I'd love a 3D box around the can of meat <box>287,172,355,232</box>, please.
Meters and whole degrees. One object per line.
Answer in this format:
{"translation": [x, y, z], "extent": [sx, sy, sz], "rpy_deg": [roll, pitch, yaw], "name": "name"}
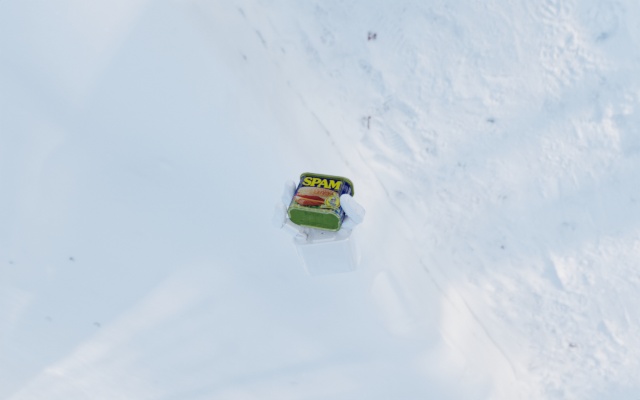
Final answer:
{"translation": [0.000, 0.003, 0.839], "extent": [0.102, 0.084, 0.057], "rpy_deg": [8, -39, 16], "name": "can of meat"}
